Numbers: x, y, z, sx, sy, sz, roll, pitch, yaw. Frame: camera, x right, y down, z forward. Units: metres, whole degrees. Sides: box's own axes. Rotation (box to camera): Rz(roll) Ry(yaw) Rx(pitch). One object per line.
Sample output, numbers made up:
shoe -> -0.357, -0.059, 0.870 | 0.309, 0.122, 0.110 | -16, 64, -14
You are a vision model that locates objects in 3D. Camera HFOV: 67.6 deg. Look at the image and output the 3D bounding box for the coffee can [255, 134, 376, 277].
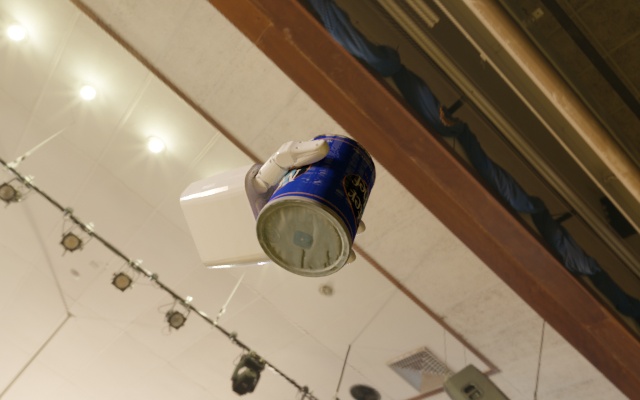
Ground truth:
coffee can -> 0.000, 0.002, 0.541 | 0.103, 0.103, 0.140 | 0, 34, 20
